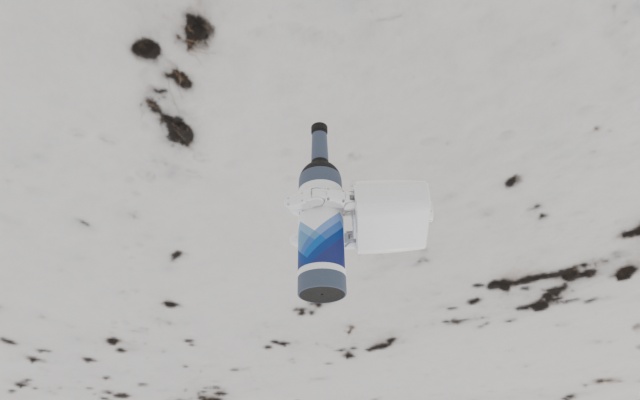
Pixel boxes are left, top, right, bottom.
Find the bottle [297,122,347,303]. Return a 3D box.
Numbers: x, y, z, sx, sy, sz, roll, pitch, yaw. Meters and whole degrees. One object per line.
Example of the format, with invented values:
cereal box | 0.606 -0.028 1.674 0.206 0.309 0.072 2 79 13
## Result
bottle | 0.000 0.003 0.719 0.069 0.295 0.069 -1 -32 0
